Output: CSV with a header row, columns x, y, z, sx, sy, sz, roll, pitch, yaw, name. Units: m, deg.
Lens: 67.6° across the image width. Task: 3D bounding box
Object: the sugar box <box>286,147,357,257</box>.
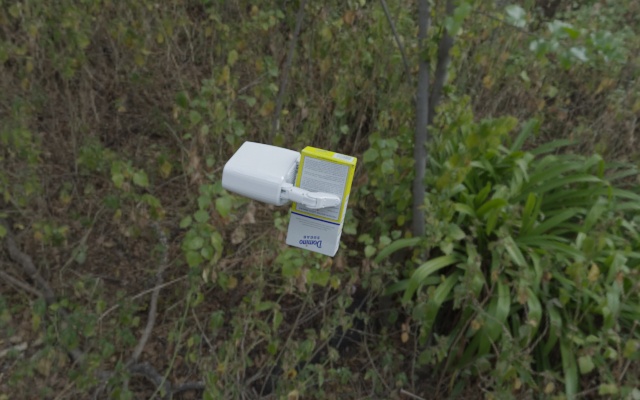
x,y,z,sx,sy,sz,roll,pitch,yaw,name
0.000,0.002,0.839,0.093,0.176,0.048,15,22,9,sugar box
